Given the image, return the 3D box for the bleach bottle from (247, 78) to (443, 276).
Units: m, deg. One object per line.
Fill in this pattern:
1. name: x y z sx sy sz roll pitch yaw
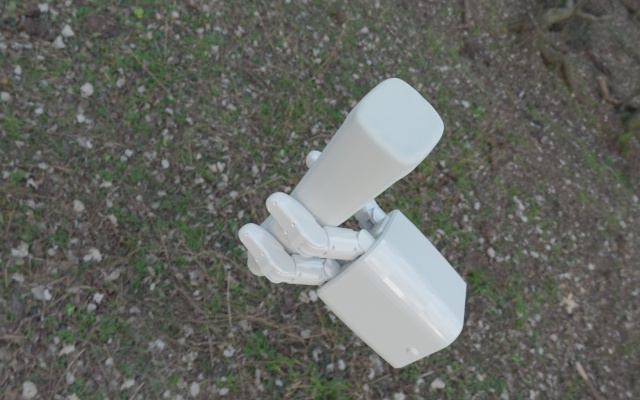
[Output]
1. bleach bottle: 0.000 0.001 0.454 0.251 0.068 0.102 -45 0 43
